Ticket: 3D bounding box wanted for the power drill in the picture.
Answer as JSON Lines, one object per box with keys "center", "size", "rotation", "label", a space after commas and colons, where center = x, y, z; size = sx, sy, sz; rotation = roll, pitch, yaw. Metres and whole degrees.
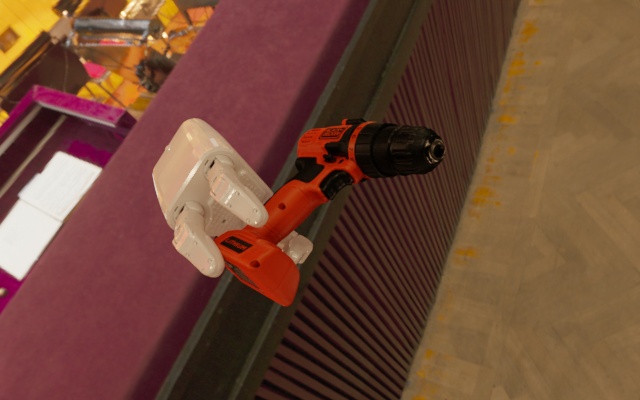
{"center": [0.000, 0.002, 0.428], "size": [0.187, 0.057, 0.184], "rotation": [-48, 27, -21], "label": "power drill"}
